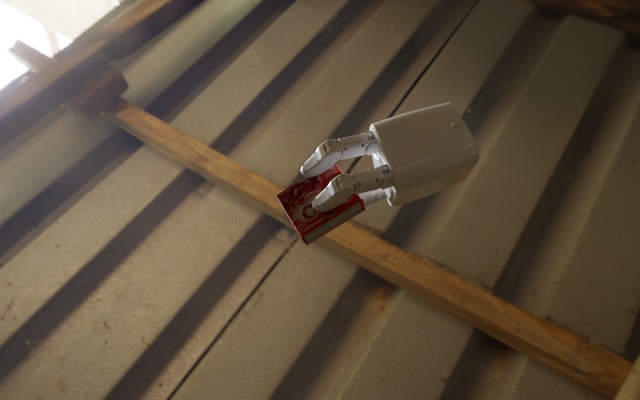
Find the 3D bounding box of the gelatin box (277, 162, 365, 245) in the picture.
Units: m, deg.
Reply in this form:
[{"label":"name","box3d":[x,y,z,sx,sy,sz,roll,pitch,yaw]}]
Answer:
[{"label":"gelatin box","box3d":[0.000,0.002,0.604,0.089,0.073,0.030,-32,-31,-3]}]
